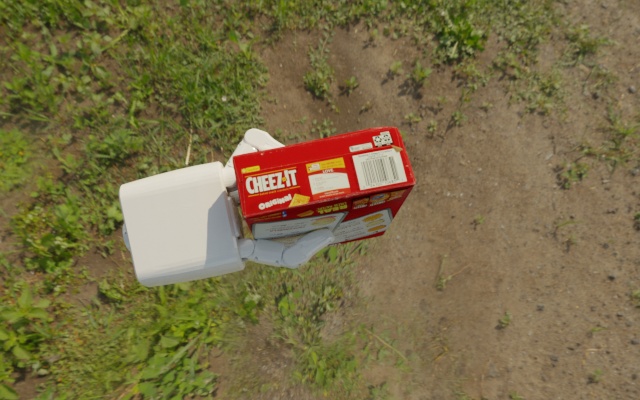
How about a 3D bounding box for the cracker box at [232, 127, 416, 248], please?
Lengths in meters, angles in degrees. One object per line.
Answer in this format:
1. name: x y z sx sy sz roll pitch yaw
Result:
1. cracker box: 0.000 0.002 0.540 0.164 0.072 0.214 -12 -16 -5
